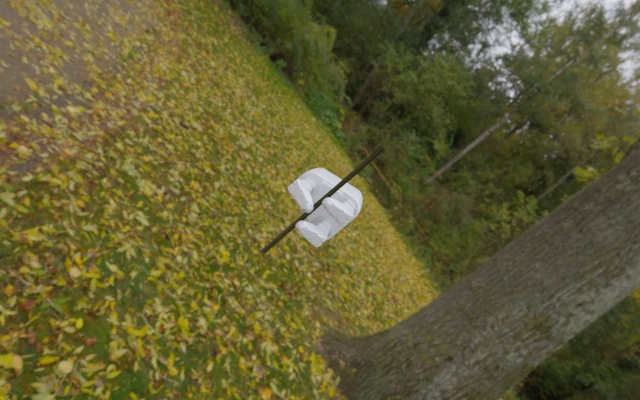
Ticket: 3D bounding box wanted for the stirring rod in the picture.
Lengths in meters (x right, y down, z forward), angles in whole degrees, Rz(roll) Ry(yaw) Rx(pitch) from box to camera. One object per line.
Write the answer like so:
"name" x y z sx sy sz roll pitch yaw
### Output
"stirring rod" 0.000 0.002 0.705 0.239 0.011 0.011 -41 -11 13
